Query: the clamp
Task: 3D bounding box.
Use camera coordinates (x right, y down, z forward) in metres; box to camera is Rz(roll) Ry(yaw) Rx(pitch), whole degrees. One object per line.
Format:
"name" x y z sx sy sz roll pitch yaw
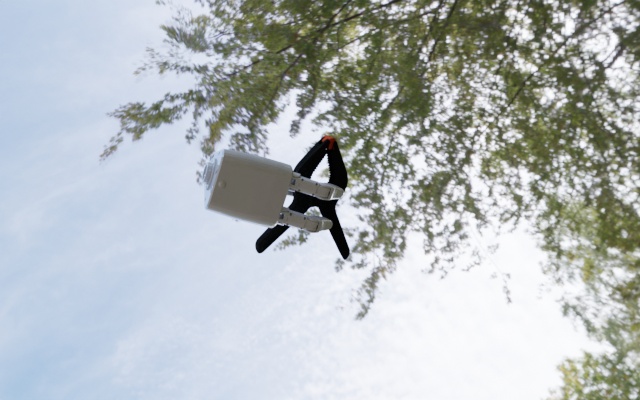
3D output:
"clamp" 0.000 0.002 0.770 0.164 0.210 0.036 14 12 -25
